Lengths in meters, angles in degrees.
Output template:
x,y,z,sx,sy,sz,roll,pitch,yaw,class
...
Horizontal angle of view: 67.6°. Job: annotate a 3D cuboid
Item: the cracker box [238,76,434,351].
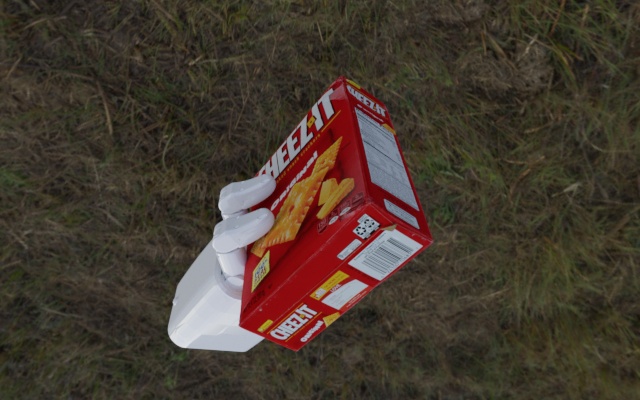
x,y,z,sx,sy,sz,roll,pitch,yaw,class
0.000,0.002,0.446,0.072,0.164,0.213,31,30,-25,cracker box
